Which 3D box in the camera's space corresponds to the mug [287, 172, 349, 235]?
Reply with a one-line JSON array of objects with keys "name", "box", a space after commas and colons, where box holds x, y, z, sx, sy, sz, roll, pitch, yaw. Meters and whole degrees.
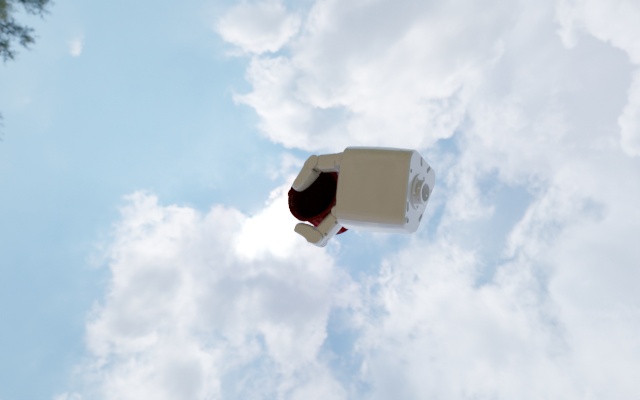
[{"name": "mug", "box": [-0.001, 0.002, 0.747, 0.117, 0.093, 0.081, 7, -19, 38]}]
